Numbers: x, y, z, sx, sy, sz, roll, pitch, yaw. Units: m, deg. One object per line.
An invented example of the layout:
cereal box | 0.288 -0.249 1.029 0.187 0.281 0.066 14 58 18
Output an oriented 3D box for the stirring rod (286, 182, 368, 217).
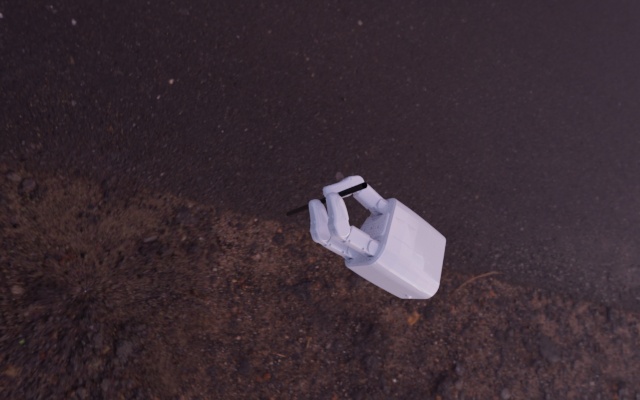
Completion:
stirring rod | 0.000 0.002 0.671 0.011 0.011 0.239 0 -10 -26
